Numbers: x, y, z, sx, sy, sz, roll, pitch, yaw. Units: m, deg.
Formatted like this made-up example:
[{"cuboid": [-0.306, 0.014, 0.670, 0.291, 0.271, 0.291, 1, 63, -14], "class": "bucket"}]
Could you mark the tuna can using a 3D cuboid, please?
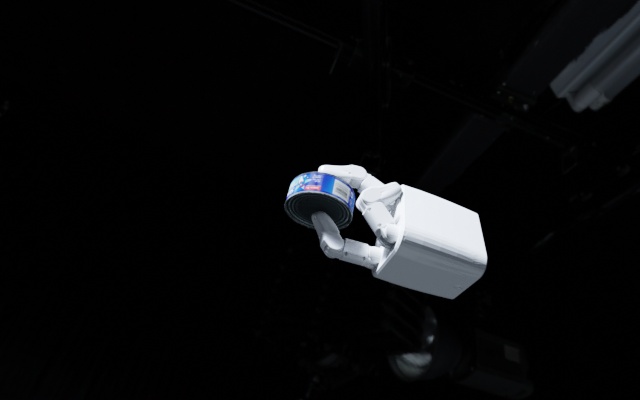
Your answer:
[{"cuboid": [0.000, 0.001, 0.601, 0.086, 0.033, 0.086, 9, -33, 6], "class": "tuna can"}]
